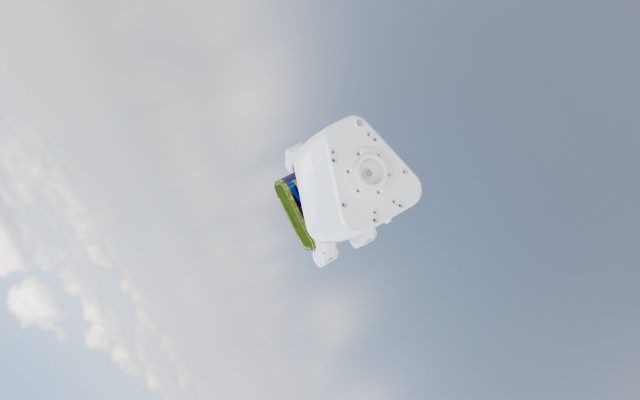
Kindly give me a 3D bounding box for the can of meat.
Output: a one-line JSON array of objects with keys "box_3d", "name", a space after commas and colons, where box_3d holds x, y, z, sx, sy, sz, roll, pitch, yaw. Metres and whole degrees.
[{"box_3d": [0.000, 0.002, 0.599, 0.084, 0.102, 0.057, -28, 5, -19], "name": "can of meat"}]
